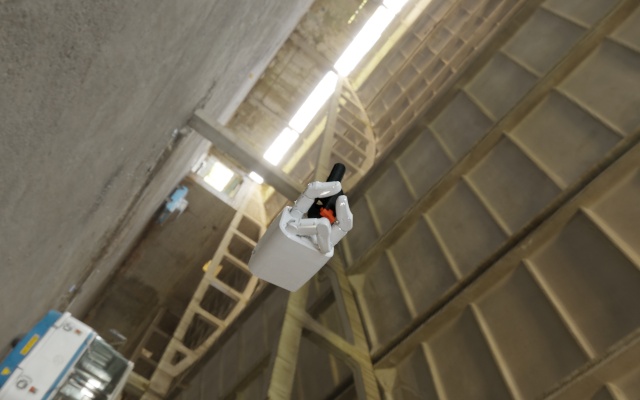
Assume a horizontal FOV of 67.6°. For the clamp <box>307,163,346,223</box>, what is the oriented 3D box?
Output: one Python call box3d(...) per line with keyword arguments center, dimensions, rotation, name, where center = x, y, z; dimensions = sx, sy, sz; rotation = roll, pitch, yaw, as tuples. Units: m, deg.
box3d(center=(0.001, 0.003, 0.873), dimensions=(0.039, 0.120, 0.171), rotation=(36, 23, -12), name="clamp")
